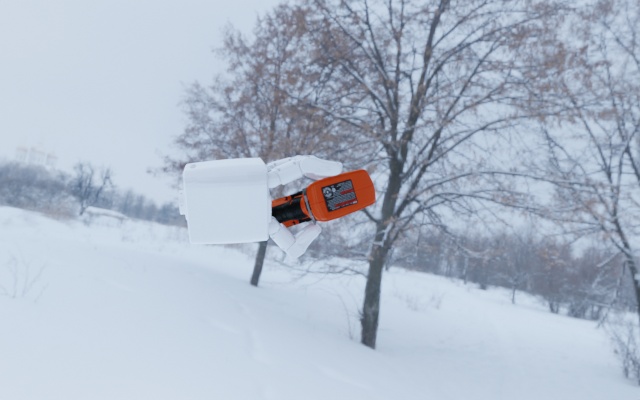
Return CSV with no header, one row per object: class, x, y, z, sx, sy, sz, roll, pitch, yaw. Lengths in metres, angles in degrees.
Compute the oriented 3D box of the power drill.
power drill,0.000,0.002,0.728,0.184,0.057,0.188,-20,0,-31
